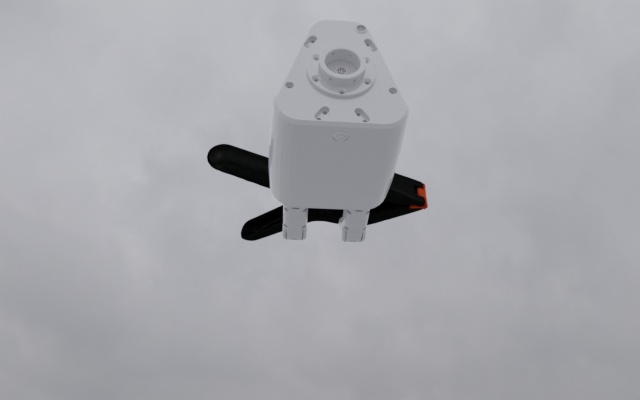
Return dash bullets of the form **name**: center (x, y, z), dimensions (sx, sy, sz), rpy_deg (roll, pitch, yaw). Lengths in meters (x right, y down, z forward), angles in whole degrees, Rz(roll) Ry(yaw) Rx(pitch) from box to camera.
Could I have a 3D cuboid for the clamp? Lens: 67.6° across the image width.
- **clamp**: center (0.001, 0.001, 0.490), dimensions (0.210, 0.036, 0.165), rpy_deg (3, -29, -3)
